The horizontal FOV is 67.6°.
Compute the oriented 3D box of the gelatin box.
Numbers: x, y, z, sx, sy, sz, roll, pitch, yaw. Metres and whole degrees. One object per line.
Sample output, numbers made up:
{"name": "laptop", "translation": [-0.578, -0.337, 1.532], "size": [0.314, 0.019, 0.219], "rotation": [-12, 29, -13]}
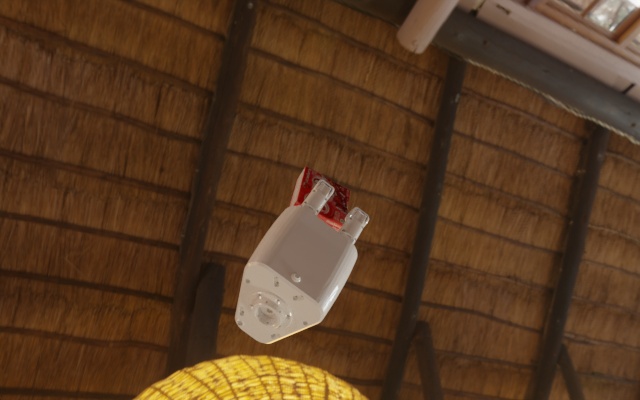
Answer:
{"name": "gelatin box", "translation": [0.000, 0.002, 0.636], "size": [0.073, 0.030, 0.089], "rotation": [28, 33, -11]}
